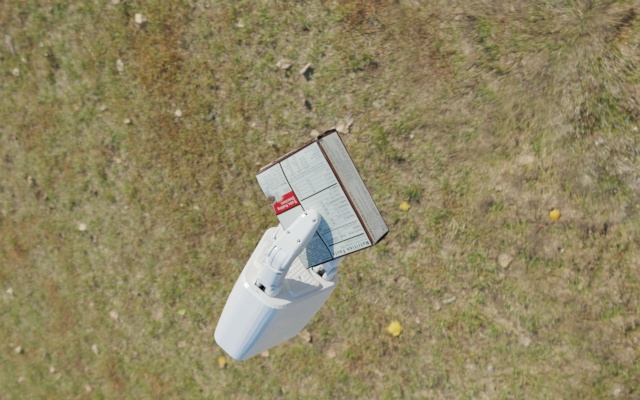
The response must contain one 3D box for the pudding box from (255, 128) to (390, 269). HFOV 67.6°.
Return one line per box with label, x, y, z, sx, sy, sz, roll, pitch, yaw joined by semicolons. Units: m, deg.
pudding box;0.000;0.002;0.456;0.090;0.113;0.039;-25;8;37
